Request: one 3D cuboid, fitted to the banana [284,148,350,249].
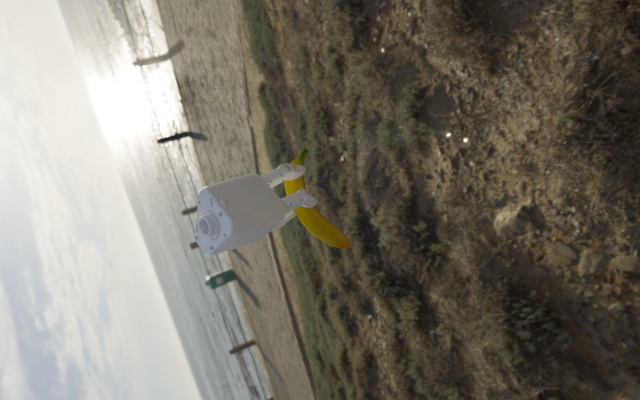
[{"bbox_3d":[-0.017,0.008,0.862,0.069,0.198,0.037,-27,-5,20],"label":"banana"}]
